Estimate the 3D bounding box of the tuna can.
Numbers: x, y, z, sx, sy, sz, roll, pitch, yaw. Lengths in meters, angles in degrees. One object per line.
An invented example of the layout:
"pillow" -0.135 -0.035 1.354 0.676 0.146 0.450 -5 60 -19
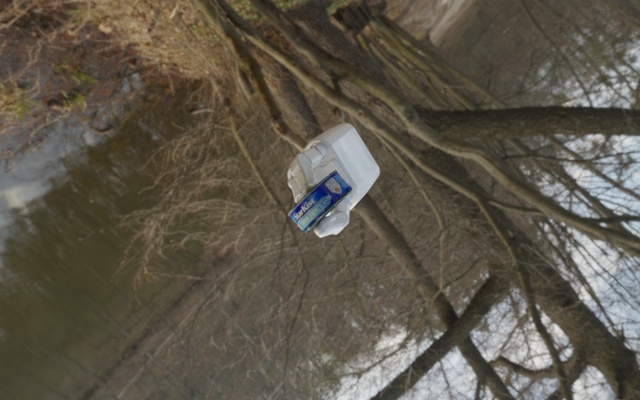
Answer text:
"tuna can" 0.000 0.002 0.612 0.086 0.034 0.086 -43 -3 -3
